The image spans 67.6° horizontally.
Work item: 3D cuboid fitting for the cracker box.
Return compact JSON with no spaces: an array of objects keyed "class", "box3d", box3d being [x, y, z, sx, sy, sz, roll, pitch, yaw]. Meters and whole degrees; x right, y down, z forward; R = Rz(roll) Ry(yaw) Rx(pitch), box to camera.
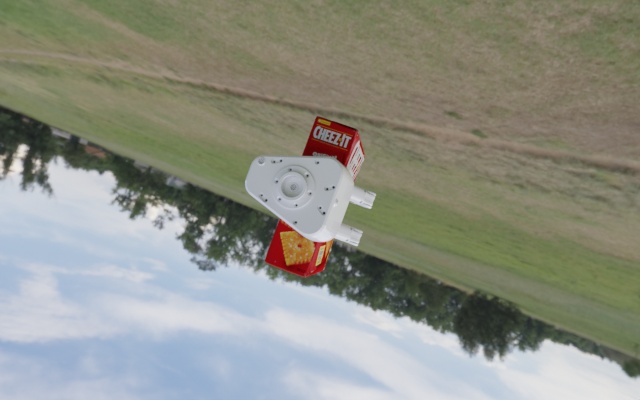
[{"class":"cracker box","box3d":[0.000,0.002,0.721,0.072,0.213,0.164,20,-3,9]}]
